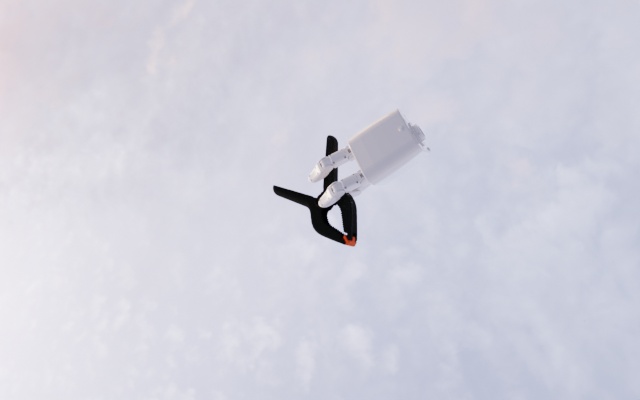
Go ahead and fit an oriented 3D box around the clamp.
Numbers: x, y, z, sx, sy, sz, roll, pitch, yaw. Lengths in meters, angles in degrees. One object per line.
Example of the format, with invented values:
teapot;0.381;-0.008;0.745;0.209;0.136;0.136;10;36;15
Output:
clamp;0.001;0.003;0.891;0.164;0.210;0.036;-35;-26;22
